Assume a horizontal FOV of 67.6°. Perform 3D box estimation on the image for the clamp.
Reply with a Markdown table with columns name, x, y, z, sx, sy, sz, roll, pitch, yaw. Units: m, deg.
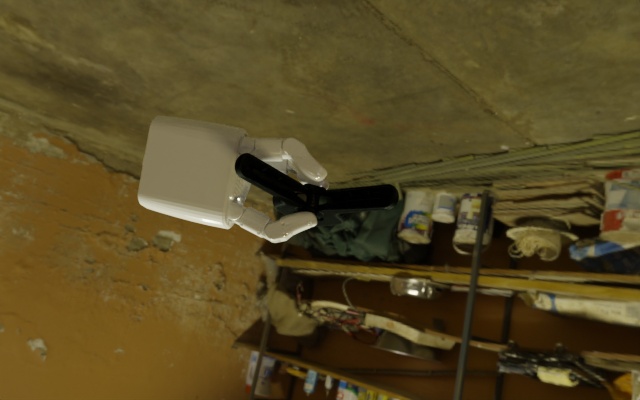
| name | x | y | z | sx | sy | sz | roll | pitch | yaw |
| --- | --- | --- | --- | --- | --- | --- | --- | --- | --- |
| clamp | 0.000 | 0.003 | 0.554 | 0.164 | 0.036 | 0.210 | 12 | -13 | 5 |
